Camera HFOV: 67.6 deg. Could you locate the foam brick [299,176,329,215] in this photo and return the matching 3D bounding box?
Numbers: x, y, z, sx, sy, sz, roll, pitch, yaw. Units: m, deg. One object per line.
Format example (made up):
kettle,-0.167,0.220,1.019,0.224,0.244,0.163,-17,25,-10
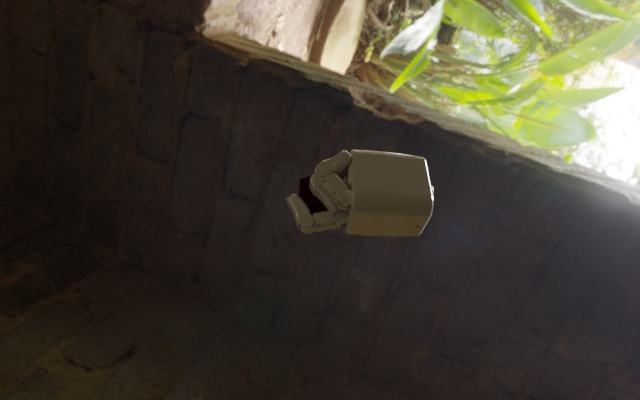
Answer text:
foam brick,0.000,0.002,0.704,0.051,0.053,0.078,-15,-26,-12
